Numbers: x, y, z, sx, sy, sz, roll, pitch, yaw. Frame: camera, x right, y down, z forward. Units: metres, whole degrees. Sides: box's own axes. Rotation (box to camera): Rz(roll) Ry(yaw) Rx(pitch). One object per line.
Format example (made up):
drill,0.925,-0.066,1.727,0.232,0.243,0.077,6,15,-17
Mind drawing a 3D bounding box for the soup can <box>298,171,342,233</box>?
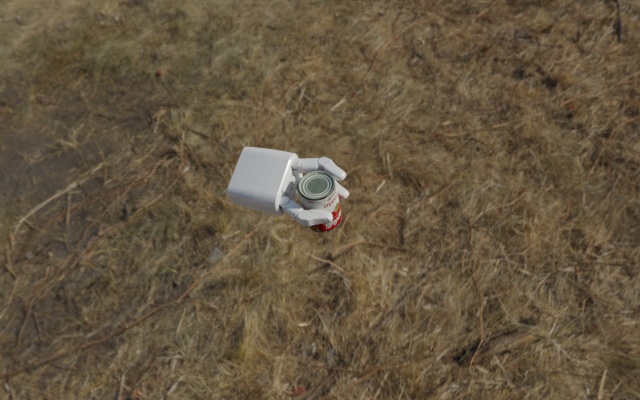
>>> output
soup can,0.001,0.003,0.869,0.068,0.068,0.102,0,-38,10
